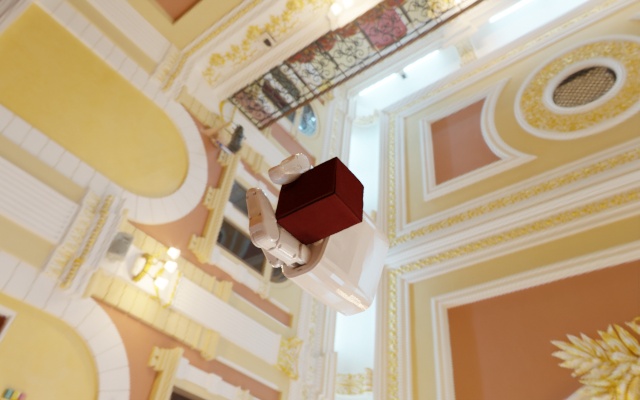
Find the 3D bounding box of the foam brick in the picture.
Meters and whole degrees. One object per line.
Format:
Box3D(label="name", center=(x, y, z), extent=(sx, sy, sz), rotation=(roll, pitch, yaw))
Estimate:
Box3D(label="foam brick", center=(0.000, 0.002, 0.490), extent=(0.078, 0.053, 0.051), rotation=(-25, -52, 31))
